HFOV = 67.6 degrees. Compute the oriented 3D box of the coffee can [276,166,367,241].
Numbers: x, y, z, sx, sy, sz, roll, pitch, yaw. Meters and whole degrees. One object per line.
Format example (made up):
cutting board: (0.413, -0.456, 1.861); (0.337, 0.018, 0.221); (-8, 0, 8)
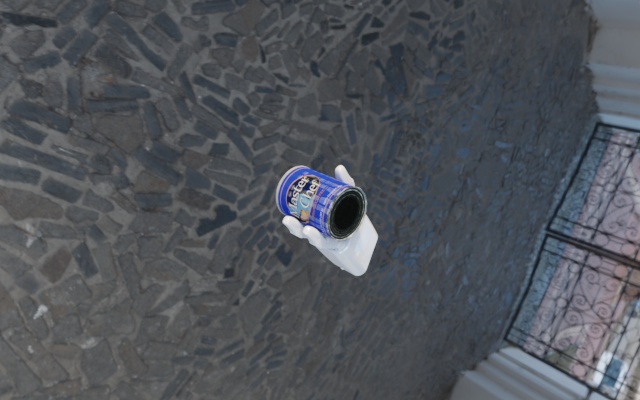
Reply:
coffee can: (0.000, 0.003, 0.885); (0.103, 0.103, 0.140); (0, 18, -46)
